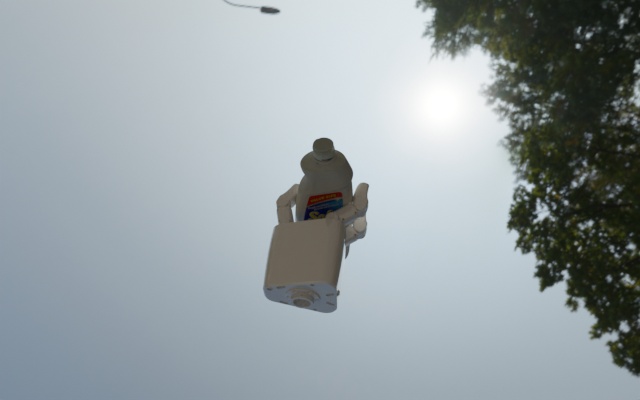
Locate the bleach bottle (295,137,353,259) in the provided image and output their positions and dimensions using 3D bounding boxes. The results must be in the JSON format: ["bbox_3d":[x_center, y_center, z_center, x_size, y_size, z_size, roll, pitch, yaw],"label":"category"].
[{"bbox_3d":[0.000,0.002,0.750,0.102,0.068,0.251,3,-39,5],"label":"bleach bottle"}]
